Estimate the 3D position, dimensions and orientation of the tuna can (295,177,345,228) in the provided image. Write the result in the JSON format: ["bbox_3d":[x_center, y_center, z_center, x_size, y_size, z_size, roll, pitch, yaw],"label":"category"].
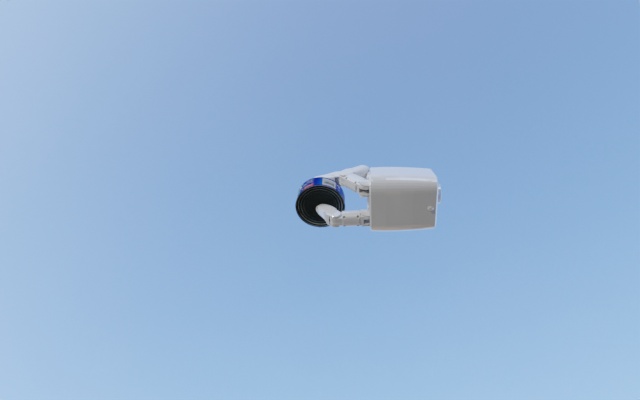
[{"bbox_3d":[0.000,0.002,0.832,0.086,0.086,0.033,0,32,3],"label":"tuna can"}]
